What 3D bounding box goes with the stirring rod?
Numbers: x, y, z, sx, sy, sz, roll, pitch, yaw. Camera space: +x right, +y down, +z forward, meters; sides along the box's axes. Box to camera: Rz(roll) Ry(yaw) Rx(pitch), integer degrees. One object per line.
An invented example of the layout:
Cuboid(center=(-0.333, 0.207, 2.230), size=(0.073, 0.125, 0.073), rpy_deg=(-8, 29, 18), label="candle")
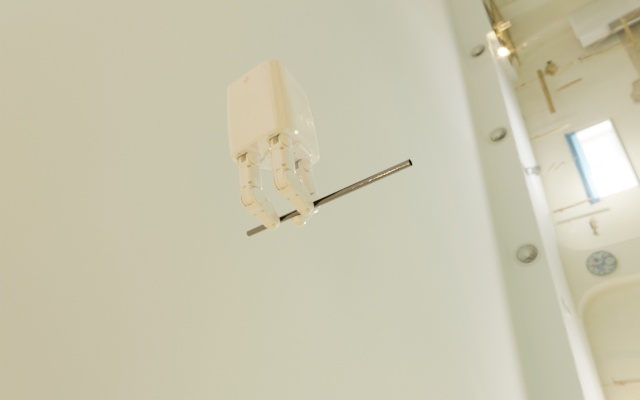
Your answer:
Cuboid(center=(0.000, 0.002, 0.560), size=(0.239, 0.011, 0.011), rpy_deg=(-24, -13, 32), label="stirring rod")
